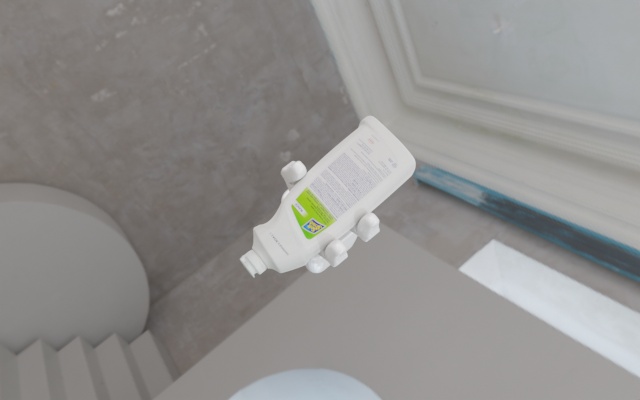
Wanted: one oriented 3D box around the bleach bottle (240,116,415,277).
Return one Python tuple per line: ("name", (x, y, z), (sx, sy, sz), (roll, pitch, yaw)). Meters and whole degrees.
("bleach bottle", (0.000, 0.002, 0.615), (0.251, 0.102, 0.068), (-38, -16, -14))
